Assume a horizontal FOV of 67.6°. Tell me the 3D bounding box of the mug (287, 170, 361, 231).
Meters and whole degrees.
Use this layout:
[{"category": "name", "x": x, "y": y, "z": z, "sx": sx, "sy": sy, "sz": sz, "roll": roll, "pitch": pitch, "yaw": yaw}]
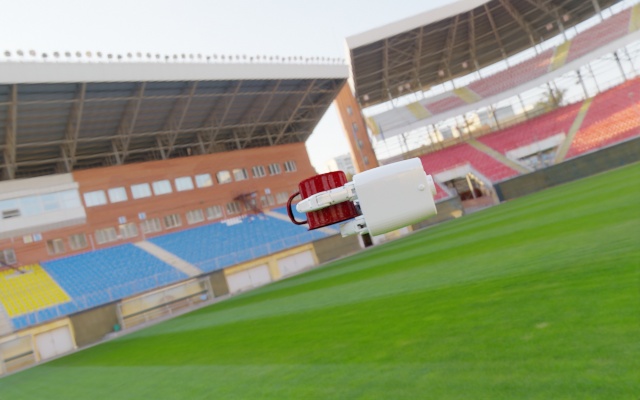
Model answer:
[{"category": "mug", "x": -0.001, "y": 0.003, "z": 0.796, "sx": 0.117, "sy": 0.081, "sz": 0.093, "roll": -17, "pitch": -5, "yaw": 8}]
